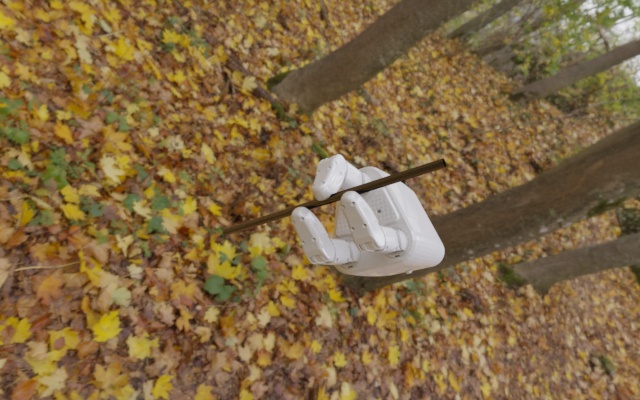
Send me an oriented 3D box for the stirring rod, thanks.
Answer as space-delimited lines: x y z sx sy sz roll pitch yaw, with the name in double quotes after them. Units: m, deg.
0.000 0.001 0.445 0.239 0.011 0.011 -18 -9 29 "stirring rod"
